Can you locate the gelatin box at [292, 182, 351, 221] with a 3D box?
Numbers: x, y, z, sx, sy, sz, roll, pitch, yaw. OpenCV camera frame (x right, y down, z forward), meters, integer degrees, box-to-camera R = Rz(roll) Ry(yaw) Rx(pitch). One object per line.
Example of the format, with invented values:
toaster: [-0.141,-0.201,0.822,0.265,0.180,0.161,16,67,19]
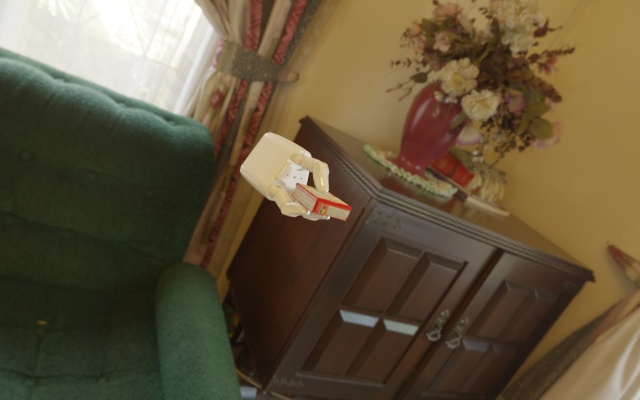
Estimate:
gelatin box: [0.000,0.002,0.844,0.073,0.030,0.089,16,11,-33]
